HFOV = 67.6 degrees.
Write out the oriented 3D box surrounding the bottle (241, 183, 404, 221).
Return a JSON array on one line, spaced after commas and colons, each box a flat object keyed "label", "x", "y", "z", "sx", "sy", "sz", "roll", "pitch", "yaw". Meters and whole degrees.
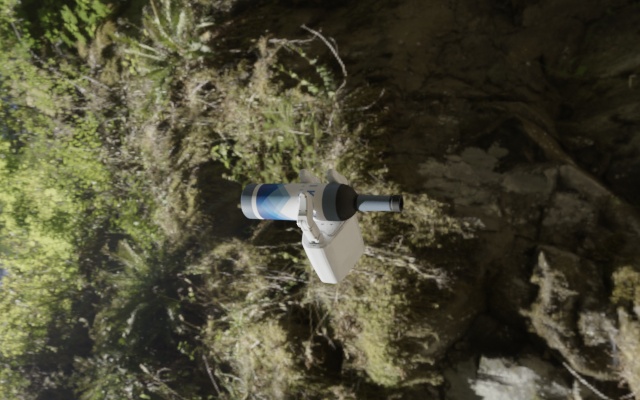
[{"label": "bottle", "x": 0.000, "y": 0.003, "z": 0.843, "sx": 0.295, "sy": 0.069, "sz": 0.069, "roll": 1, "pitch": 0, "yaw": 26}]
